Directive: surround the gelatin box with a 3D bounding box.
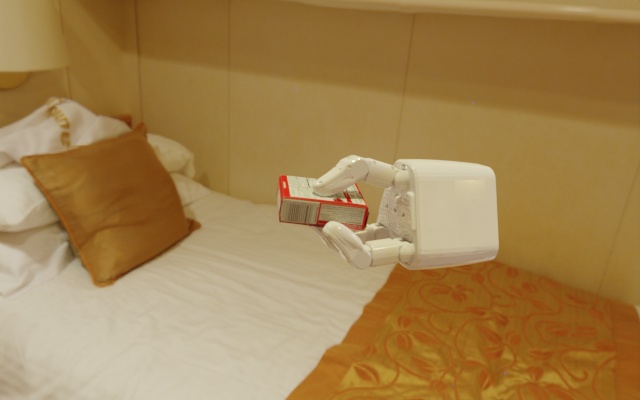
[{"bbox_3d":[0.000,0.001,0.499,0.089,0.030,0.073,6,20,-10],"label":"gelatin box"}]
